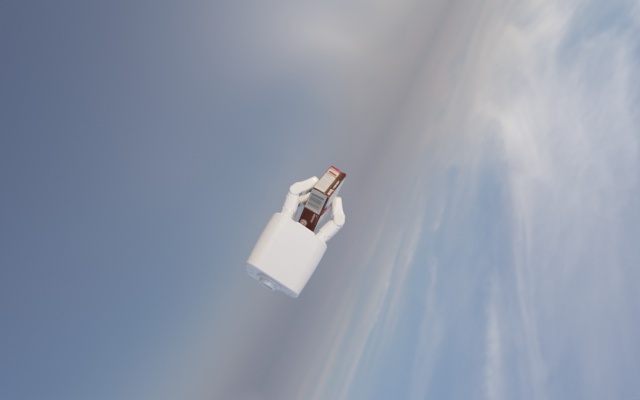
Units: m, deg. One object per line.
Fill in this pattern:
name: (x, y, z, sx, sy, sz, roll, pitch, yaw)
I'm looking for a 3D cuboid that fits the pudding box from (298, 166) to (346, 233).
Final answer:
pudding box: (0.000, 0.003, 0.900, 0.039, 0.114, 0.090, 31, 40, 5)
